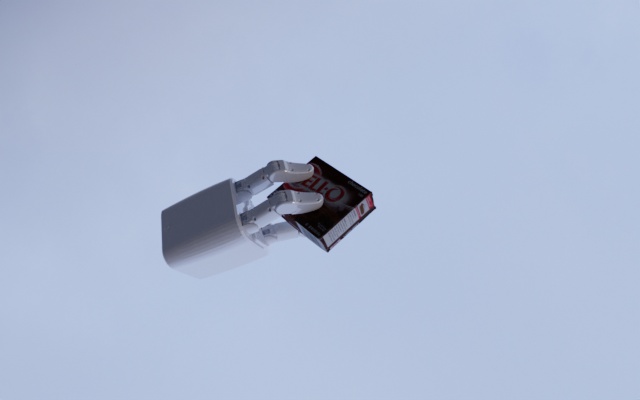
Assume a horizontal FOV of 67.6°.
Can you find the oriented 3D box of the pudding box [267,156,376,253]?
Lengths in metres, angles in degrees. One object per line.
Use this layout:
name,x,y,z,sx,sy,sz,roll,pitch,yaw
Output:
pudding box,0.000,0.002,0.609,0.113,0.090,0.039,37,-19,36
